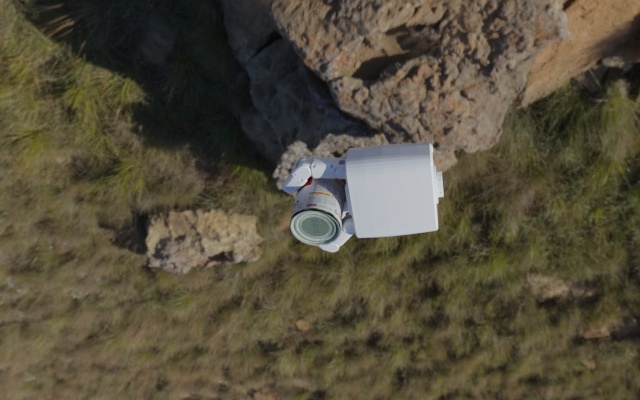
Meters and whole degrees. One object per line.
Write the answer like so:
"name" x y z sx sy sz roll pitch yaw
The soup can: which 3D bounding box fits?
"soup can" 0.000 0.002 0.639 0.068 0.069 0.102 0 43 10
